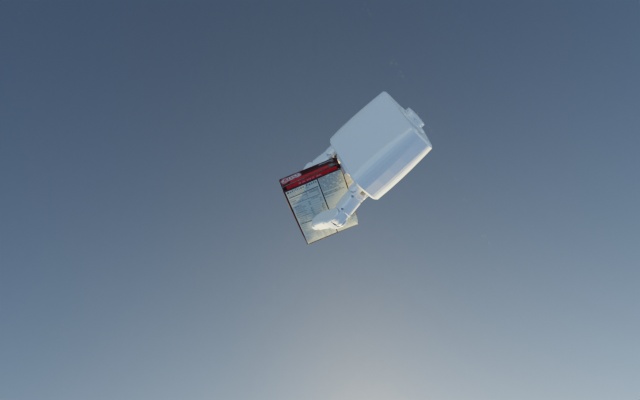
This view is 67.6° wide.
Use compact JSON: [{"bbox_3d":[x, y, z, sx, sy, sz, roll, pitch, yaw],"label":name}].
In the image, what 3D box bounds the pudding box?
[{"bbox_3d":[0.000,0.002,0.703,0.090,0.114,0.039,-22,36,-1],"label":"pudding box"}]
